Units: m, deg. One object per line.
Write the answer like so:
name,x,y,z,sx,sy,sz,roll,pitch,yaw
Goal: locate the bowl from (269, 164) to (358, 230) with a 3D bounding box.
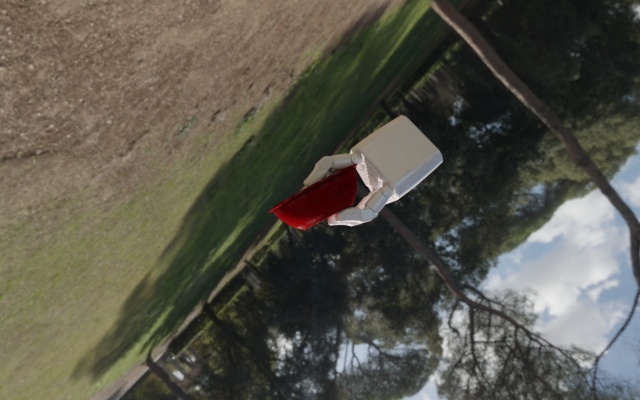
bowl,-0.001,0.004,0.767,0.162,0.055,0.162,-28,-1,-1
